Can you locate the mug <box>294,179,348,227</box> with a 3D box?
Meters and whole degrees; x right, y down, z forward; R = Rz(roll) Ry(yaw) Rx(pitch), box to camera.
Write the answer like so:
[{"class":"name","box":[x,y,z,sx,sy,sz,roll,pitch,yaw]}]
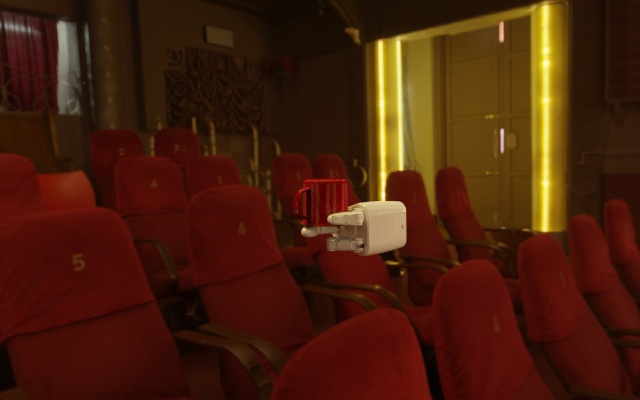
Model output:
[{"class":"mug","box":[-0.001,0.003,0.870,0.117,0.081,0.093,-4,5,-37]}]
